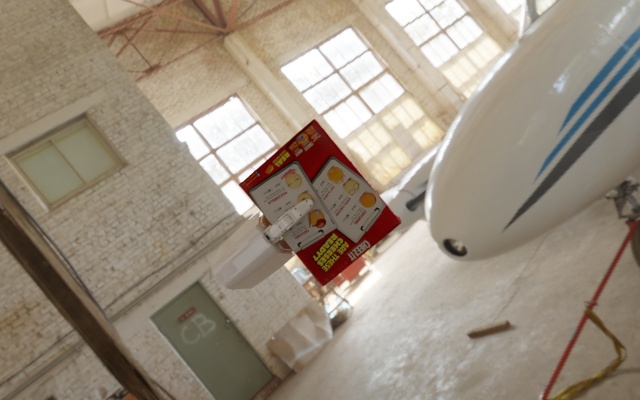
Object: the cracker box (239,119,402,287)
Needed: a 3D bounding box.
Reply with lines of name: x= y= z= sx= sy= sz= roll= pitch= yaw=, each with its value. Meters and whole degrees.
cracker box: x=0.000 y=0.002 z=0.777 sx=0.164 sy=0.213 sz=0.072 roll=-40 pitch=-2 yaw=9
